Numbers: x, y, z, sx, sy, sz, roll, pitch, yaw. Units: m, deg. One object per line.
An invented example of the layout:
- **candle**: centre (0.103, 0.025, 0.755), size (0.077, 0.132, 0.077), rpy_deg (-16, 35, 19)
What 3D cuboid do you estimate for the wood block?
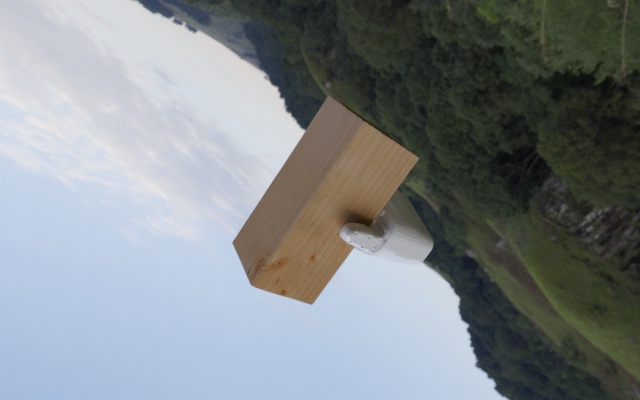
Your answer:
- **wood block**: centre (0.000, 0.002, 0.535), size (0.090, 0.206, 0.090), rpy_deg (26, 14, -35)
